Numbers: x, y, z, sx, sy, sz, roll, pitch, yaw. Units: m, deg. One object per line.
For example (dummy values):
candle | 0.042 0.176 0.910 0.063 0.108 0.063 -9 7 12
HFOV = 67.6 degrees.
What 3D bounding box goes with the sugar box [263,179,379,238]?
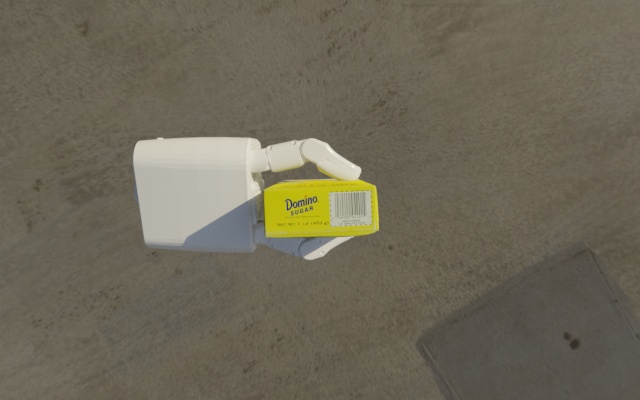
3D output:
sugar box | 0.000 0.001 0.466 0.093 0.048 0.176 -1 7 -1
